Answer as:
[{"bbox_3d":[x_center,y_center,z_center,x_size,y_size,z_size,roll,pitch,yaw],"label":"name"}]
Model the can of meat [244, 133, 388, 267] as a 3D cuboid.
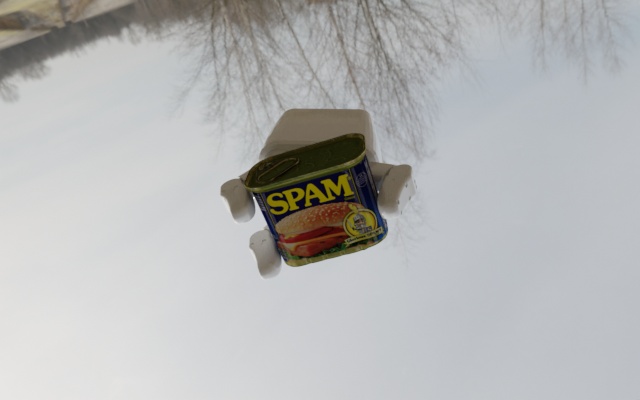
[{"bbox_3d":[0.000,0.002,0.403,0.102,0.084,0.057,-15,28,11],"label":"can of meat"}]
